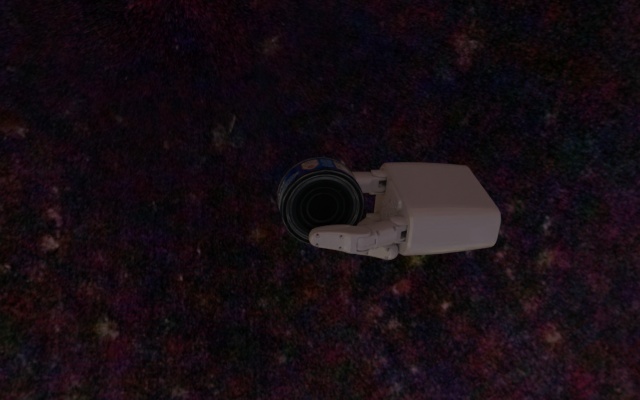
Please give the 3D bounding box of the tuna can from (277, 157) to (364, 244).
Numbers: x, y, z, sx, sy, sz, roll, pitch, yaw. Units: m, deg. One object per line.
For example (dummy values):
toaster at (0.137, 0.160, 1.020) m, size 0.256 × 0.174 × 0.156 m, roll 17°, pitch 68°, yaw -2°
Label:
tuna can at (0.000, 0.002, 0.482) m, size 0.086 × 0.086 × 0.033 m, roll 0°, pitch 25°, yaw -10°
